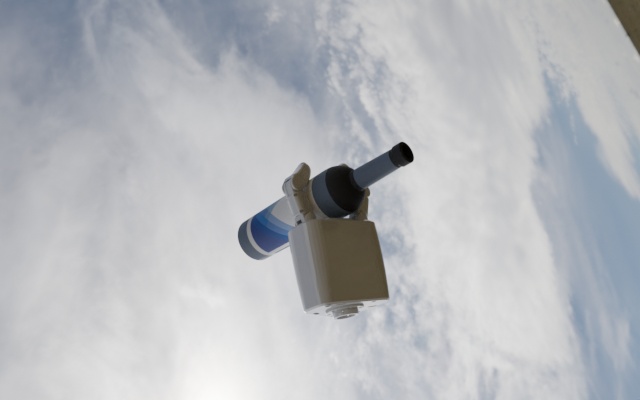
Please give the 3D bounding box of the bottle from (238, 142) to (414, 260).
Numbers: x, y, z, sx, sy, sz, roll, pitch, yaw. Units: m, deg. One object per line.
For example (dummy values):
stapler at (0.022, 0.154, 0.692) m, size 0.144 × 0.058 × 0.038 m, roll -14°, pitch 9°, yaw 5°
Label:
bottle at (0.000, 0.002, 0.643) m, size 0.296 × 0.069 × 0.069 m, roll -30°, pitch -20°, yaw 38°
